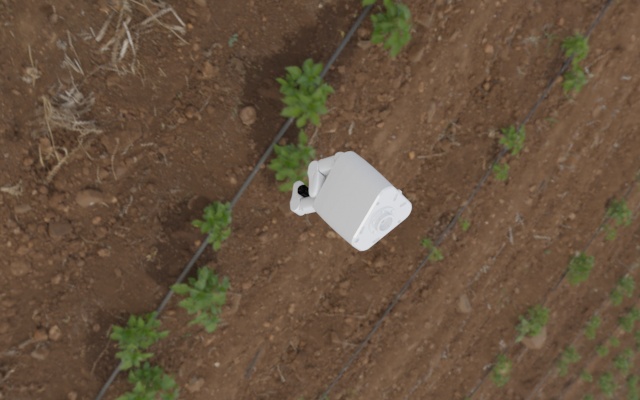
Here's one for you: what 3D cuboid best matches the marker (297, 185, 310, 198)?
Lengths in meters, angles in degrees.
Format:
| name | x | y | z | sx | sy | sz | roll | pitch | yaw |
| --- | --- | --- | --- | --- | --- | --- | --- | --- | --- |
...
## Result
| name | x | y | z | sx | sy | sz | roll | pitch | yaw |
| --- | --- | --- | --- | --- | --- | --- | --- | --- | --- |
| marker | 0.000 | 0.003 | 0.818 | 0.020 | 0.020 | 0.121 | 0 | -22 | 37 |
